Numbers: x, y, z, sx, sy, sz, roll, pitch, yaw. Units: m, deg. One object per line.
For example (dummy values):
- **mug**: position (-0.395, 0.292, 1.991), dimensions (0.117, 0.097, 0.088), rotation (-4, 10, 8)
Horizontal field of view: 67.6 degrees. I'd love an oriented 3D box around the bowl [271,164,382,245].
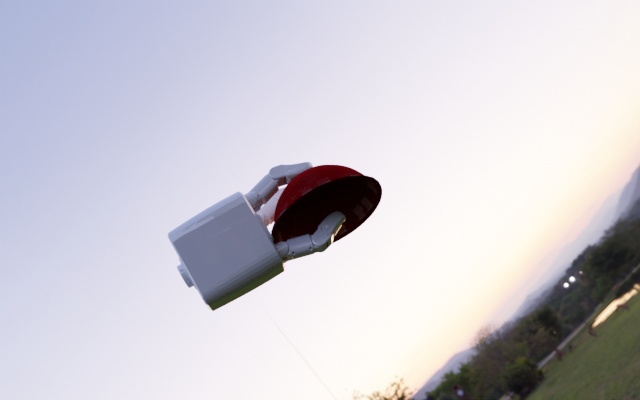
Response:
- **bowl**: position (0.001, 0.001, 0.642), dimensions (0.162, 0.055, 0.162), rotation (-20, -31, -13)
